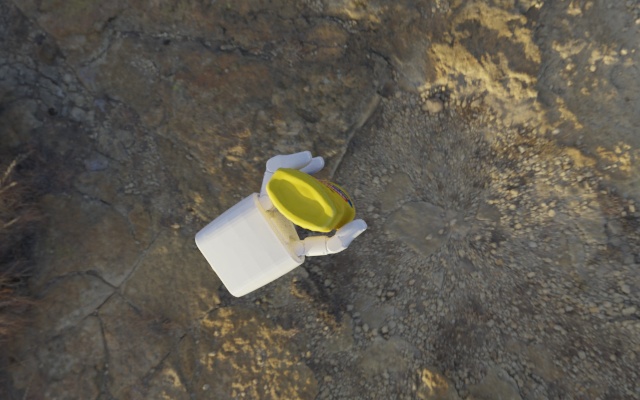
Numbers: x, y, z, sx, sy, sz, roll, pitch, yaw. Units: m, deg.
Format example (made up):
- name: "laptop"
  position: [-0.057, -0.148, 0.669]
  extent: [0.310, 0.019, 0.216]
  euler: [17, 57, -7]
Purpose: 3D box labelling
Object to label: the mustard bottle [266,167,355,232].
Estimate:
- name: "mustard bottle"
  position: [0.000, 0.002, 0.656]
  extent: [0.096, 0.058, 0.191]
  euler: [35, 6, 14]
